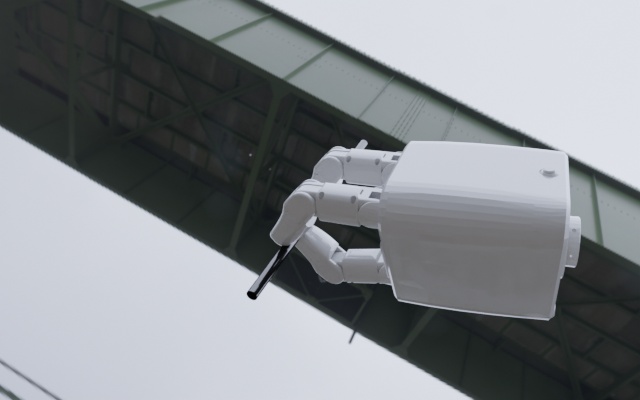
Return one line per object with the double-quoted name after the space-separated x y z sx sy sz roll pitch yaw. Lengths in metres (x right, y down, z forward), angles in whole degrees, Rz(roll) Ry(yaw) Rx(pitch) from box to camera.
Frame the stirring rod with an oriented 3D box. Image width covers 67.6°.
0.000 0.001 0.407 0.011 0.011 0.239 0 31 26 "stirring rod"
